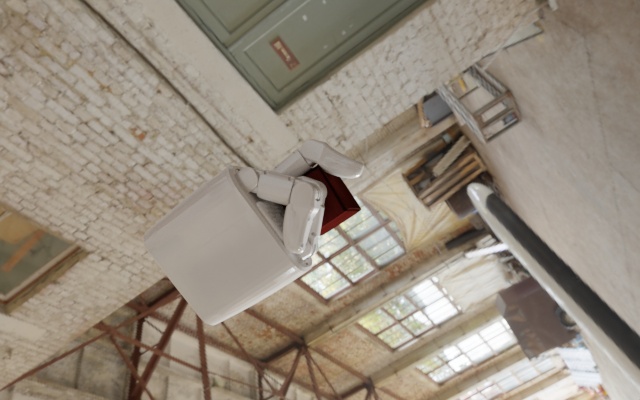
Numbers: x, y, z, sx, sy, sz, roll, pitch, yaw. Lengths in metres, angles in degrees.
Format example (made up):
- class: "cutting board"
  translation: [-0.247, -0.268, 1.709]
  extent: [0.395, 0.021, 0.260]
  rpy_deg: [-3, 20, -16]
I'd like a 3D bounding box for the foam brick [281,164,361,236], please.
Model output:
- class: "foam brick"
  translation: [0.000, 0.002, 0.475]
  extent: [0.051, 0.053, 0.078]
  rpy_deg: [-35, -10, 11]
